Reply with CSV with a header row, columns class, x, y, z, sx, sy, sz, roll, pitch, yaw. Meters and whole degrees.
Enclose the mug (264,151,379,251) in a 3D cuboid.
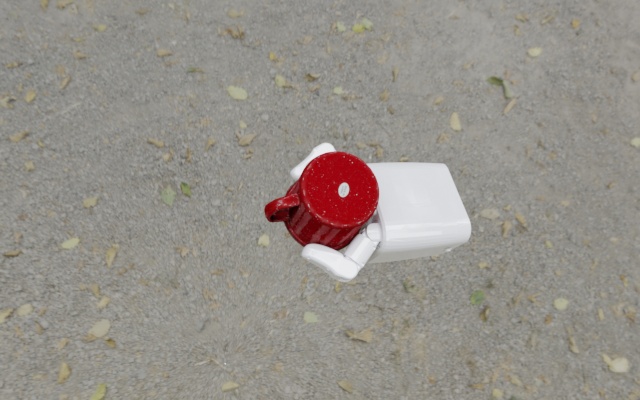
class,x,y,z,sx,sy,sz,roll,pitch,yaw
mug,-0.001,0.002,0.493,0.117,0.093,0.081,-6,-17,-15
